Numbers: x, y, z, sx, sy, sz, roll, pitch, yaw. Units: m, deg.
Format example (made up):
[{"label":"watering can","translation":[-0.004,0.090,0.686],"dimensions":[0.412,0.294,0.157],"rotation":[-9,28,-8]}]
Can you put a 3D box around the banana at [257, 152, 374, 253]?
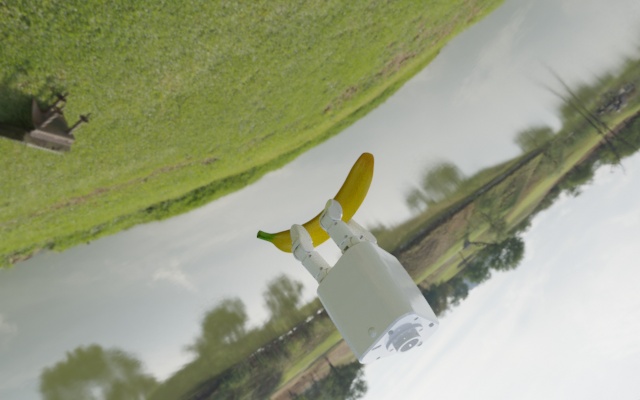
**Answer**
[{"label":"banana","translation":[0.008,0.016,0.661],"dimensions":[0.198,0.070,0.037],"rotation":[-37,30,7]}]
